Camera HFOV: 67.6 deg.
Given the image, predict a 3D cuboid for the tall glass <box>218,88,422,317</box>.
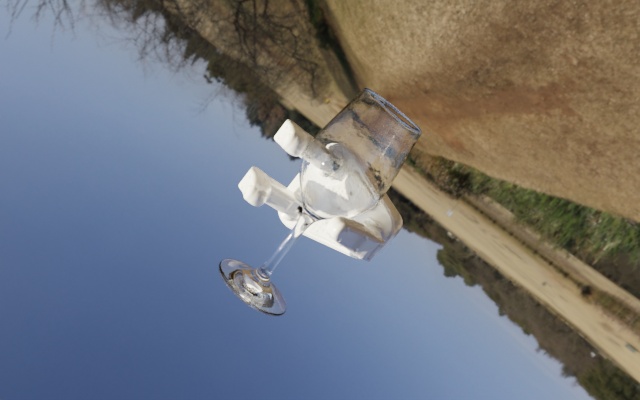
[{"bbox_3d":[0.000,0.002,0.416,0.079,0.201,0.079,37,9,-7],"label":"tall glass"}]
